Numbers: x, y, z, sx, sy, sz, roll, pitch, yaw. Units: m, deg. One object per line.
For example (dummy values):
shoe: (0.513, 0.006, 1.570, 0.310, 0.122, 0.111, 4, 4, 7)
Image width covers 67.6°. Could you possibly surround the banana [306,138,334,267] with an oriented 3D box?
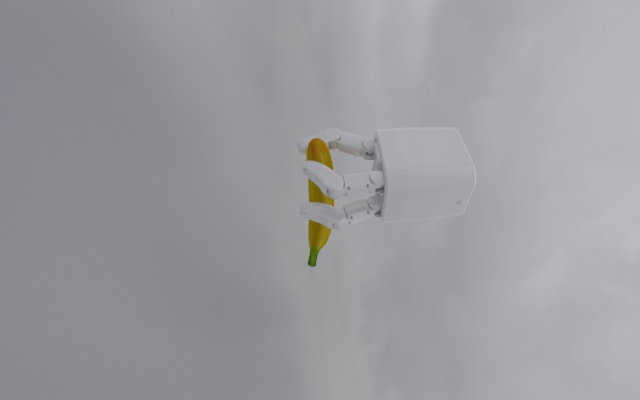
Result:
banana: (0.001, -0.005, 0.642, 0.037, 0.198, 0.069, 1, 34, 1)
